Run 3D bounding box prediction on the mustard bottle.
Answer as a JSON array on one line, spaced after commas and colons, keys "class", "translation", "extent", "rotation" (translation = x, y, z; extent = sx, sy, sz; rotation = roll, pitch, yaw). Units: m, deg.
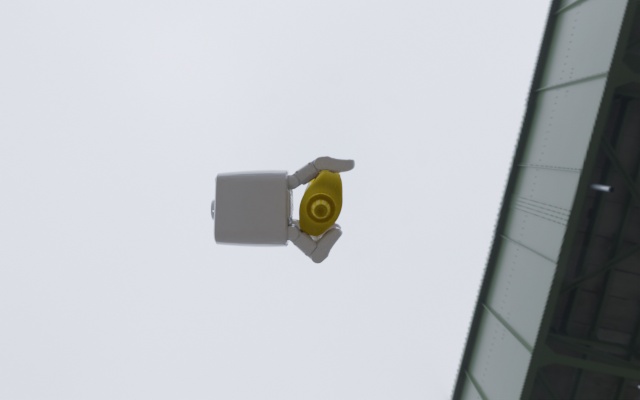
[{"class": "mustard bottle", "translation": [0.000, 0.002, 0.709], "extent": [0.058, 0.096, 0.191], "rotation": [24, 6, -2]}]
